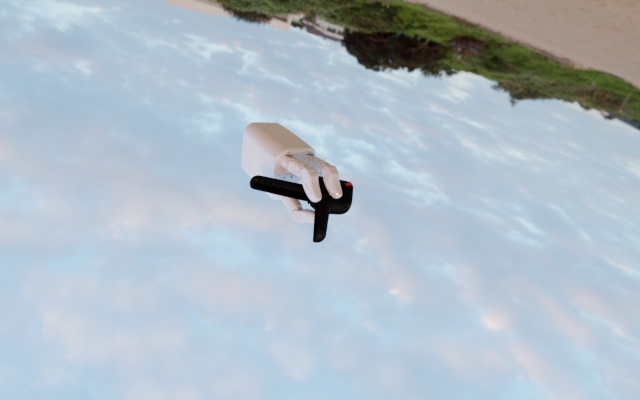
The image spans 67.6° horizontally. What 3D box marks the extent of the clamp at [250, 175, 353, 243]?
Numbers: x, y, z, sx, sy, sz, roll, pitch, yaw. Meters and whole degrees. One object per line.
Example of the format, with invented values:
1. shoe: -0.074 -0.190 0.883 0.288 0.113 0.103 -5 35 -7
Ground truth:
1. clamp: 0.000 0.003 0.834 0.210 0.036 0.164 -9 45 -48
